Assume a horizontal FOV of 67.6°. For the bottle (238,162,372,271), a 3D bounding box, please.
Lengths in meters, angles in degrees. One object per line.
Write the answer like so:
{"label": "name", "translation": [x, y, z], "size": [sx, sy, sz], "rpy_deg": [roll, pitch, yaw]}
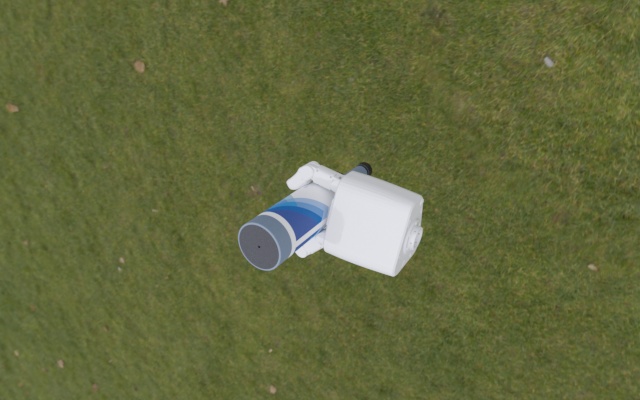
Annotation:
{"label": "bottle", "translation": [0.000, 0.002, 0.701], "size": [0.069, 0.069, 0.295], "rpy_deg": [0, 22, 34]}
